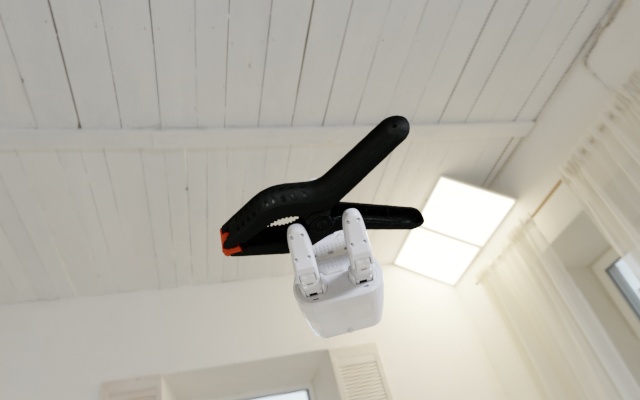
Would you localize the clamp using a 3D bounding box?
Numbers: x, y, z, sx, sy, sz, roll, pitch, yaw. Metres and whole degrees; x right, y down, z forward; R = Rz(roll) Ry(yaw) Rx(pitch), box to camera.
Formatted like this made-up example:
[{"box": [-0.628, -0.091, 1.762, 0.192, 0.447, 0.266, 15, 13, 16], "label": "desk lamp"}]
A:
[{"box": [-0.001, 0.001, 0.458, 0.210, 0.036, 0.165, -15, -38, -1], "label": "clamp"}]
